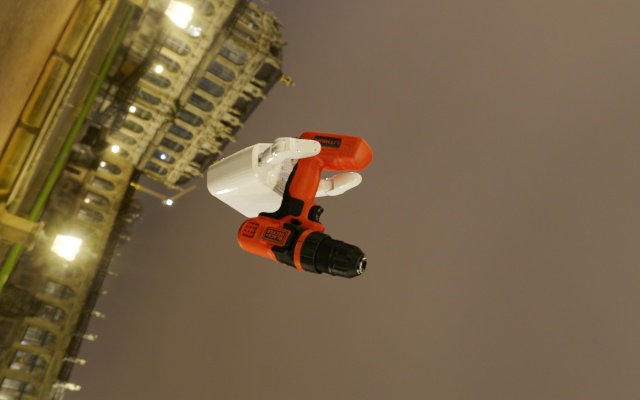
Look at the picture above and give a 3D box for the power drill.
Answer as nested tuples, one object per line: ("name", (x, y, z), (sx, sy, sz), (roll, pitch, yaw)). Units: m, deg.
("power drill", (0.000, 0.002, 0.620), (0.184, 0.187, 0.057), (12, -26, 30))
